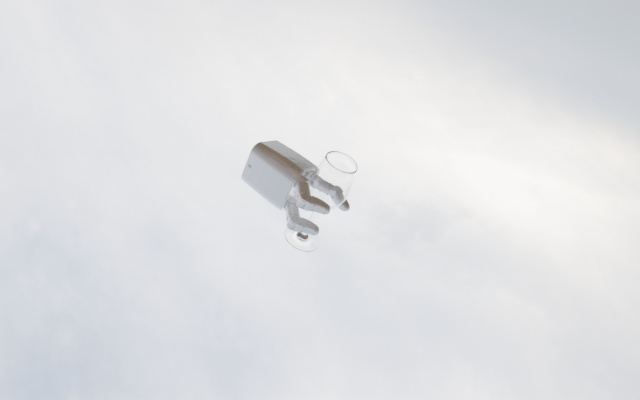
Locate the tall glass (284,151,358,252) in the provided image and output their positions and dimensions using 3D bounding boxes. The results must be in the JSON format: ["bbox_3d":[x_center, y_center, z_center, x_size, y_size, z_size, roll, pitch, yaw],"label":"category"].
[{"bbox_3d":[0.000,0.003,0.899,0.079,0.201,0.079,18,37,-14],"label":"tall glass"}]
